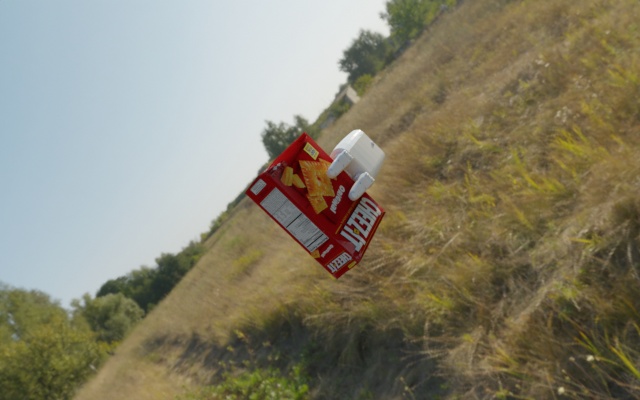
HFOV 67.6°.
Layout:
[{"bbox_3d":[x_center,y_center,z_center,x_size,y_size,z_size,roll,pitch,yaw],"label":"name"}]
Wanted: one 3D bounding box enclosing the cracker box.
[{"bbox_3d":[0.000,0.003,0.829,0.072,0.214,0.164,-42,7,38],"label":"cracker box"}]
